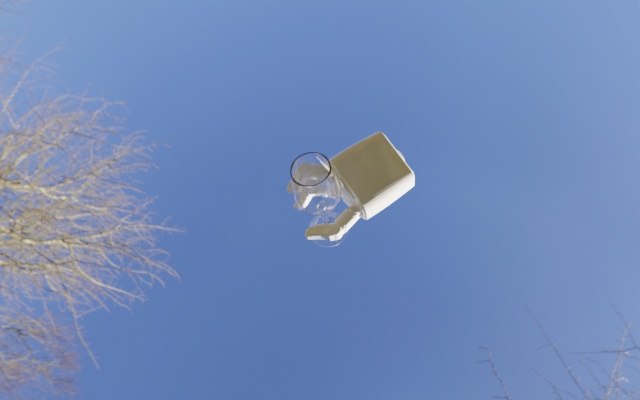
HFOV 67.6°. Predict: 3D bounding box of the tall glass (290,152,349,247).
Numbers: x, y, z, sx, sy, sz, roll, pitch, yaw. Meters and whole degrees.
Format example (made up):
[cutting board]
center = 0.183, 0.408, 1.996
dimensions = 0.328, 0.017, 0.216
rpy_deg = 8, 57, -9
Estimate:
[tall glass]
center = 0.000, 0.003, 0.789
dimensions = 0.079, 0.079, 0.201
rpy_deg = 0, -29, 10
